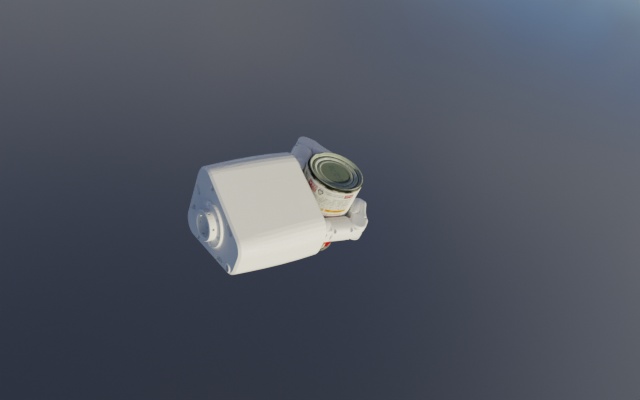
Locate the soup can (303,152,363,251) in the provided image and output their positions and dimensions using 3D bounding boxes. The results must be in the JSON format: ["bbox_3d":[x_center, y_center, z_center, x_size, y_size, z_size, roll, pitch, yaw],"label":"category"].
[{"bbox_3d":[0.001,0.002,0.564,0.068,0.102,0.068,16,39,-13],"label":"soup can"}]
